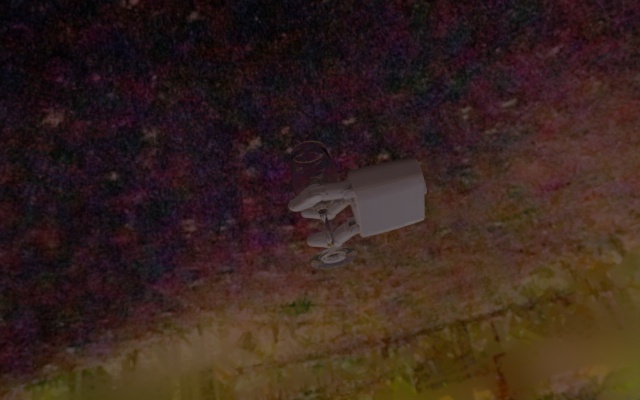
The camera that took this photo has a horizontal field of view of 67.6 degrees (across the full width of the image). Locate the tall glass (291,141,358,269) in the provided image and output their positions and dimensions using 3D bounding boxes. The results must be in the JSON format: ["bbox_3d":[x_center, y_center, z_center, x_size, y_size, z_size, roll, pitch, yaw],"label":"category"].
[{"bbox_3d":[0.000,0.003,0.758,0.079,0.201,0.079,-11,-29,-6],"label":"tall glass"}]
